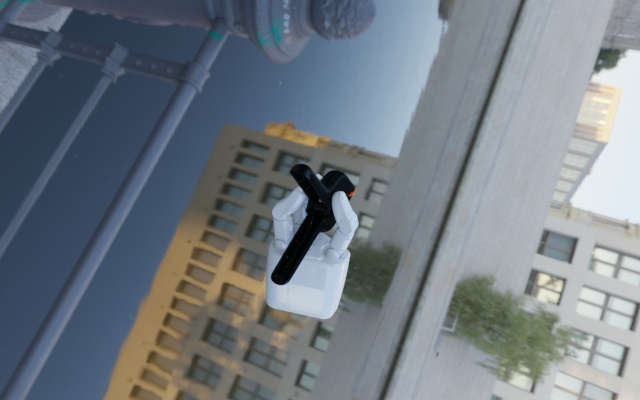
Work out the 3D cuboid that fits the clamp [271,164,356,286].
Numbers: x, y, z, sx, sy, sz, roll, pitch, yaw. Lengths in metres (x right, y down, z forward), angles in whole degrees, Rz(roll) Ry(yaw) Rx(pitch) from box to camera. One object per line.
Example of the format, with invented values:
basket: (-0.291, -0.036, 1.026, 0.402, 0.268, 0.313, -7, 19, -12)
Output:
clamp: (0.001, 0.002, 0.659, 0.036, 0.165, 0.210, 21, 31, 19)
